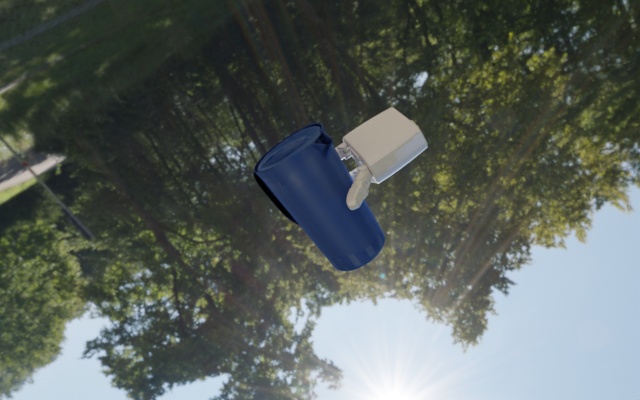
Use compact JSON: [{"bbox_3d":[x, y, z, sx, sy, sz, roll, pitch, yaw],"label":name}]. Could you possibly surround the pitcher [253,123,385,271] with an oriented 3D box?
[{"bbox_3d":[0.000,0.003,0.818,0.145,0.243,0.149,-35,21,-1],"label":"pitcher"}]
